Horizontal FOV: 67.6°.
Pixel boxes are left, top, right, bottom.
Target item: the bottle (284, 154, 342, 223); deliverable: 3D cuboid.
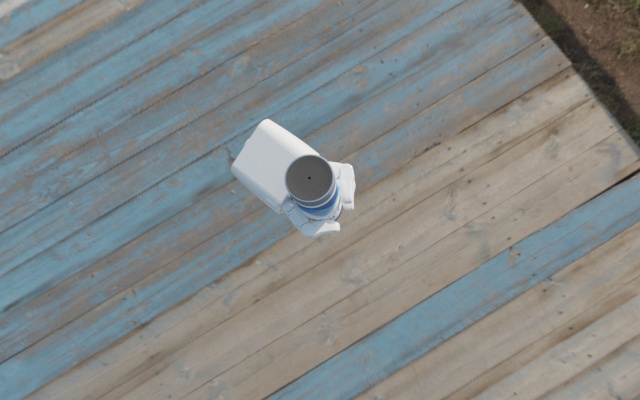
[{"bbox_3d":[0.000,0.003,0.767,0.069,0.069,0.296,0,-13,6],"label":"bottle"}]
